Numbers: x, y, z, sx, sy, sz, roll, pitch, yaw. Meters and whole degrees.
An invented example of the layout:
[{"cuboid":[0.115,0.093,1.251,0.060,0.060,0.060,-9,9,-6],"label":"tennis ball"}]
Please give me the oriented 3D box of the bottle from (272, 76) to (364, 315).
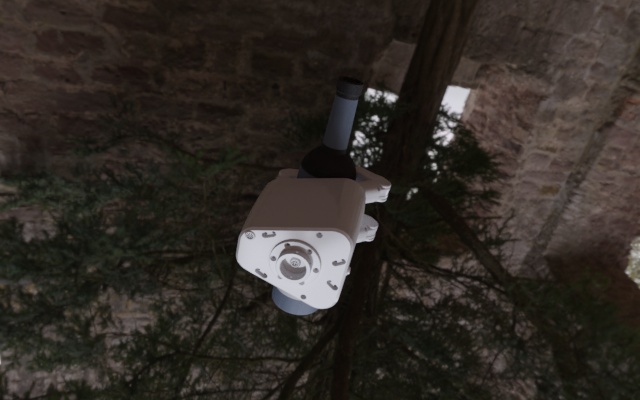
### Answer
[{"cuboid":[0.000,0.002,0.563,0.069,0.296,0.069,11,28,-6],"label":"bottle"}]
